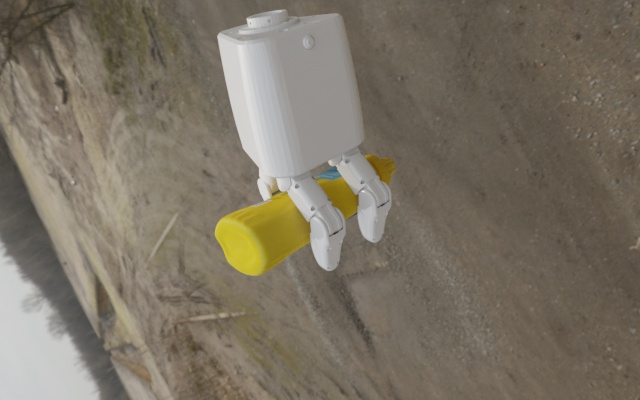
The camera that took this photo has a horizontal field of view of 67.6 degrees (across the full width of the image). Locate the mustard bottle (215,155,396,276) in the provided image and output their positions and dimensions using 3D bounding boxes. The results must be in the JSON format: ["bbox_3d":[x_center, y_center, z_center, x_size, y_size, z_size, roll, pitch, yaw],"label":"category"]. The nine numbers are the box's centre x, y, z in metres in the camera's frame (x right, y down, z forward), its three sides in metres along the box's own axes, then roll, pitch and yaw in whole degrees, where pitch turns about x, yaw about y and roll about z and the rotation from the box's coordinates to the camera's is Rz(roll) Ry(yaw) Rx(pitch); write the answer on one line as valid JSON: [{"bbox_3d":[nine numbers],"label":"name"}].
[{"bbox_3d":[0.000,0.002,0.456,0.191,0.058,0.096,-29,7,-29],"label":"mustard bottle"}]
